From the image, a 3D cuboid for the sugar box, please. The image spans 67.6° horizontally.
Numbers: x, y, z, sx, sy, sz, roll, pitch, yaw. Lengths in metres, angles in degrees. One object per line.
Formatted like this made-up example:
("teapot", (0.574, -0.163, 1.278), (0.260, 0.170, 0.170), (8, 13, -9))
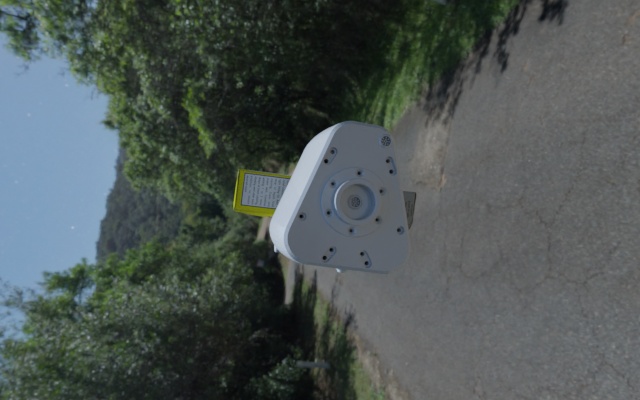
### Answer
("sugar box", (0.000, 0.002, 0.500), (0.176, 0.048, 0.093), (9, -2, -9))
